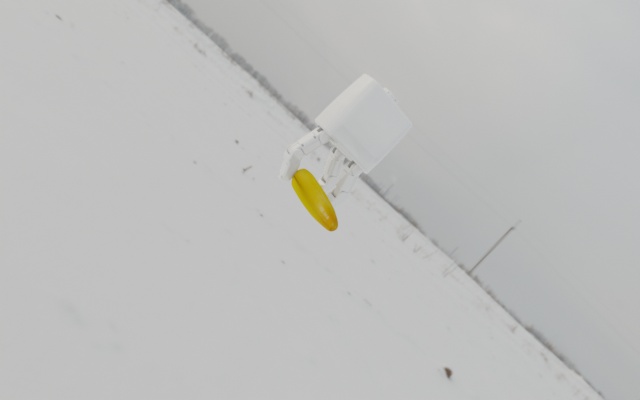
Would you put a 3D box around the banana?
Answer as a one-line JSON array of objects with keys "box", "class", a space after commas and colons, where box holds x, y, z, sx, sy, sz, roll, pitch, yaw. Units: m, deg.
[{"box": [-0.013, -0.011, 0.719, 0.037, 0.070, 0.197, -42, 17, 3], "class": "banana"}]
